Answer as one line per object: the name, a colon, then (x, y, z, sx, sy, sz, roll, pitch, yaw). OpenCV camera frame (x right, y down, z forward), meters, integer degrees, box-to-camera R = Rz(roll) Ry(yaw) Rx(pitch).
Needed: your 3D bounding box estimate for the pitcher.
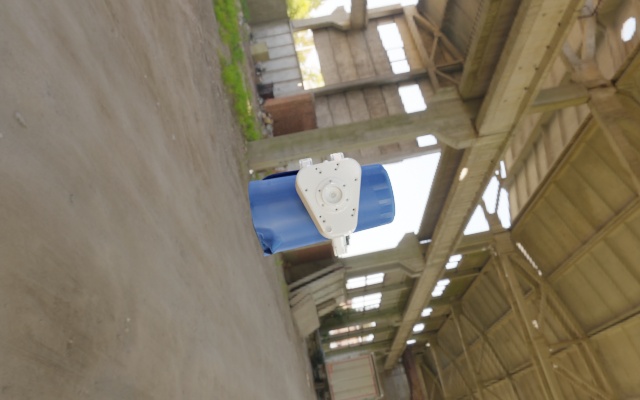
pitcher: (0.000, 0.003, 0.842, 0.243, 0.149, 0.145, -11, -5, -1)
